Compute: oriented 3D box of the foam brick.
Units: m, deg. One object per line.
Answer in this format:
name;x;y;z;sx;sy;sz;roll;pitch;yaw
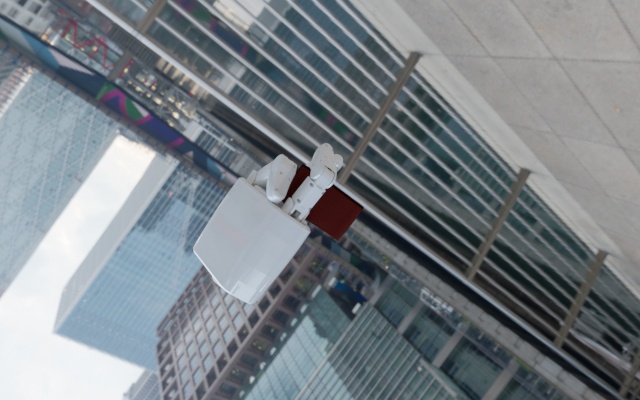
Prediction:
foam brick;0.000;0.002;0.569;0.078;0.051;0.053;35;0;-27
